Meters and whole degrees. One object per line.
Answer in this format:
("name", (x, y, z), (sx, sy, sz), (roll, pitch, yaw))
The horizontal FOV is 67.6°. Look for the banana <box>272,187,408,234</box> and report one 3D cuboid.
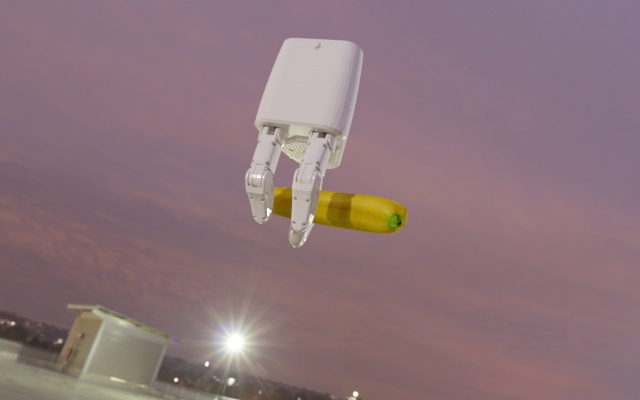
("banana", (0.014, 0.007, 0.491), (0.198, 0.037, 0.070), (6, -12, 41))
